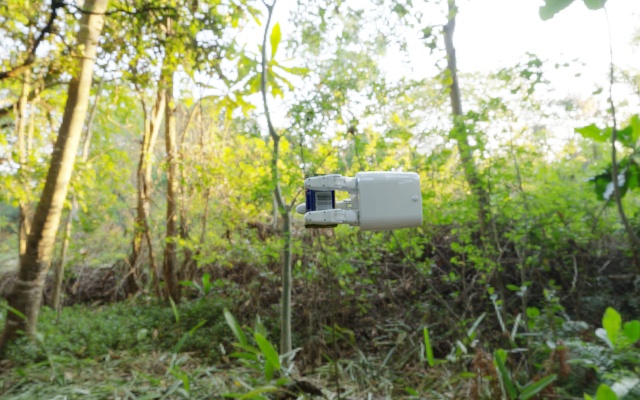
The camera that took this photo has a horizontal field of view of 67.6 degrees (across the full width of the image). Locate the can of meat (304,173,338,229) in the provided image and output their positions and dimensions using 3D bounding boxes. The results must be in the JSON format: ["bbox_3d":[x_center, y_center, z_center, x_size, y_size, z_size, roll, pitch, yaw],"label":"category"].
[{"bbox_3d":[0.000,0.002,0.819,0.057,0.084,0.102,-2,-7,-1],"label":"can of meat"}]
